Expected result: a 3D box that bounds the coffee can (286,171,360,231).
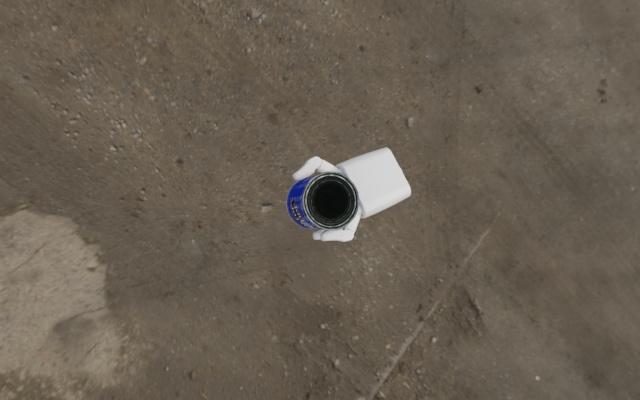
[{"bbox_3d":[0.000,0.003,0.882,0.103,0.103,0.140,0,-2,-16],"label":"coffee can"}]
